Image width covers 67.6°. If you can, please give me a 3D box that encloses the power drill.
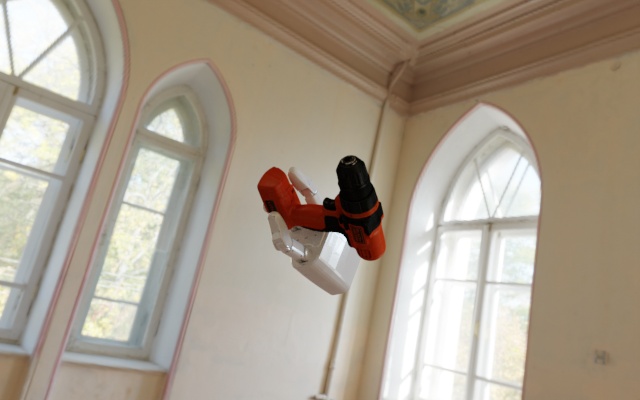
[{"bbox_3d":[0.000,0.002,0.697,0.187,0.185,0.057,13,48,32],"label":"power drill"}]
